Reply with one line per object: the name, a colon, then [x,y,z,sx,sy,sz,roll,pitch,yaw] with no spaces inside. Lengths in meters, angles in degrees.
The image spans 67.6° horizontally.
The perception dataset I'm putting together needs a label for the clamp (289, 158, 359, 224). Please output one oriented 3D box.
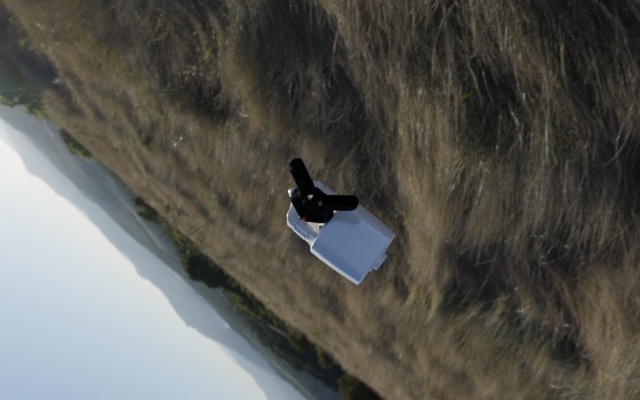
clamp: [0.000,0.003,0.778,0.120,0.039,0.171,36,-20,11]
